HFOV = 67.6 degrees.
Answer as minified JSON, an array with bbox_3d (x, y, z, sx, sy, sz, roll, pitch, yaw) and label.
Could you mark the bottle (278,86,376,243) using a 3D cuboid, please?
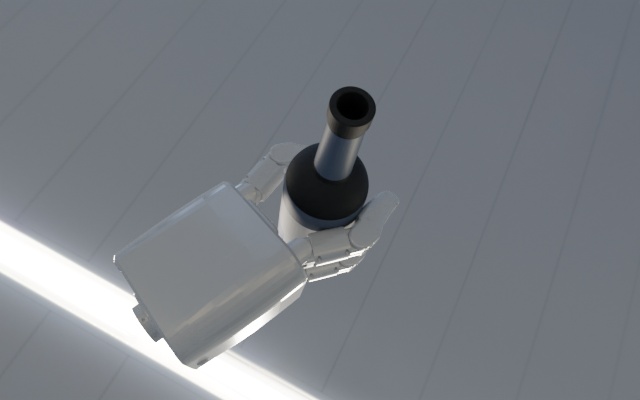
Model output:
[{"bbox_3d":[0.000,0.001,0.407,0.069,0.069,0.296,0,-22,-8],"label":"bottle"}]
